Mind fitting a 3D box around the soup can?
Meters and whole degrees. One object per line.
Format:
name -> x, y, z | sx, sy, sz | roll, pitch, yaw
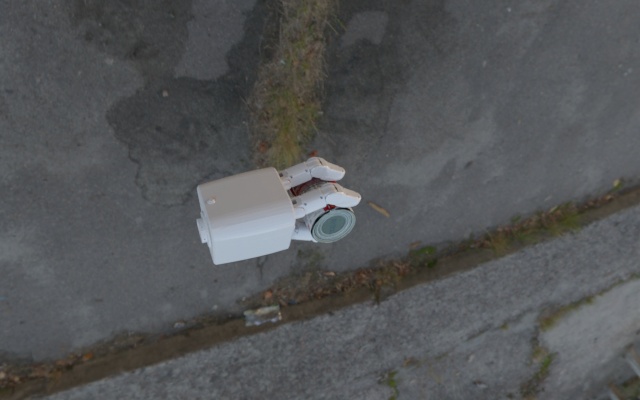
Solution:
soup can -> 0.001, 0.002, 0.684 | 0.068, 0.068, 0.102 | 0, 42, -29
